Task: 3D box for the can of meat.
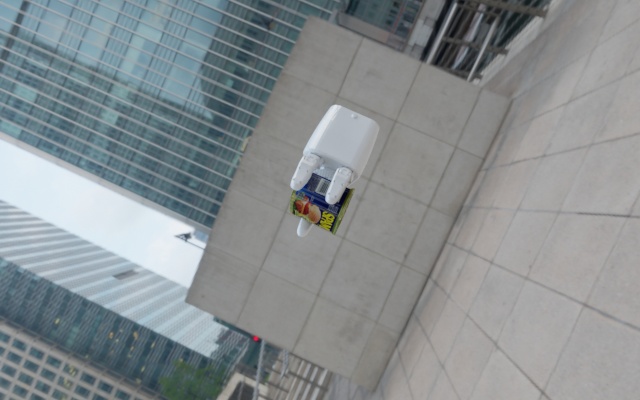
[{"bbox_3d":[0.000,0.002,0.750,0.084,0.057,0.102,25,-23,4],"label":"can of meat"}]
